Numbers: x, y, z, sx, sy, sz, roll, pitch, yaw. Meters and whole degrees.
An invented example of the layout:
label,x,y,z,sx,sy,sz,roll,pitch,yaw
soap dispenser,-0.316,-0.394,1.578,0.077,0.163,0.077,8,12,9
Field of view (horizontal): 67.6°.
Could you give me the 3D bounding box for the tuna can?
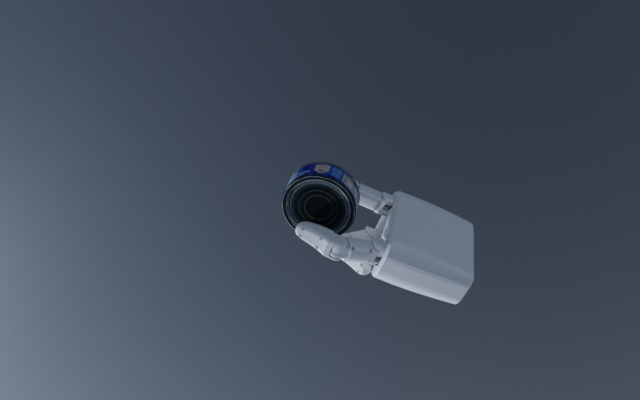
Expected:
label,x,y,z,sx,sy,sz,roll,pitch,yaw
tuna can,0.000,0.002,0.539,0.086,0.086,0.033,0,29,12
